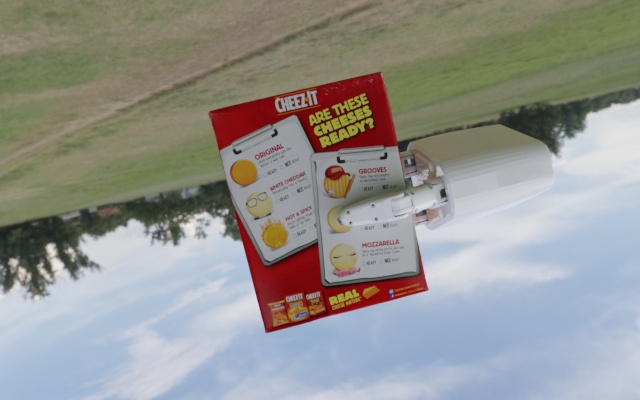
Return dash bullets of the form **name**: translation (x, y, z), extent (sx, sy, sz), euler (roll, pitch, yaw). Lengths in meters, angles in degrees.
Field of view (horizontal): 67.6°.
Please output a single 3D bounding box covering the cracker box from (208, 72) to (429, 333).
- **cracker box**: translation (0.000, 0.002, 0.471), extent (0.164, 0.214, 0.072), euler (-14, 6, -4)
